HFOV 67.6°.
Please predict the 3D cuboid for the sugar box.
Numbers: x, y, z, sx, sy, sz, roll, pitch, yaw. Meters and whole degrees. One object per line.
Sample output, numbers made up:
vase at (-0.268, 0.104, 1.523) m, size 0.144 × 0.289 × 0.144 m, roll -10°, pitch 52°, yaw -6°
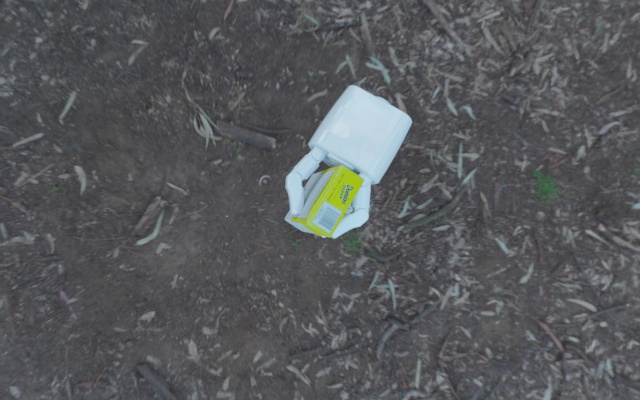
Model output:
sugar box at (0.001, 0.002, 0.704) m, size 0.048 × 0.093 × 0.176 m, roll 33°, pitch -7°, yaw -8°
